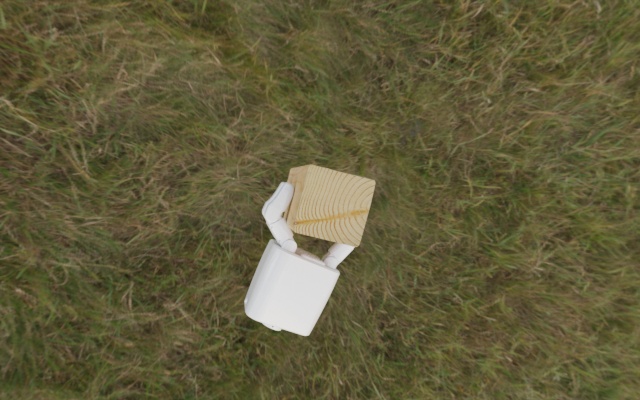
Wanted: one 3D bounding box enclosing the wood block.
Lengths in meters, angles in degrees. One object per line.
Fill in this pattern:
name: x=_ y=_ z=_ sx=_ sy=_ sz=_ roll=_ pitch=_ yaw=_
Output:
wood block: x=0.000 y=0.003 z=0.698 sx=0.091 sy=0.090 sz=0.206 roll=14 pitch=0 yaw=-11
